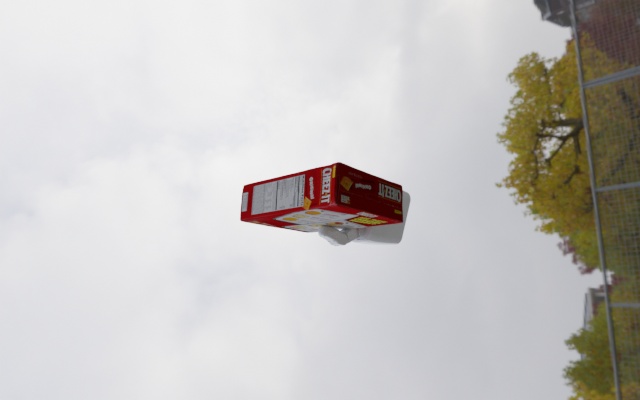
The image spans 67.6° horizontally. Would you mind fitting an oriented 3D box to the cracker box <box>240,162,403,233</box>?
[{"bbox_3d":[0.000,0.003,0.774,0.214,0.072,0.164,-10,-17,42],"label":"cracker box"}]
